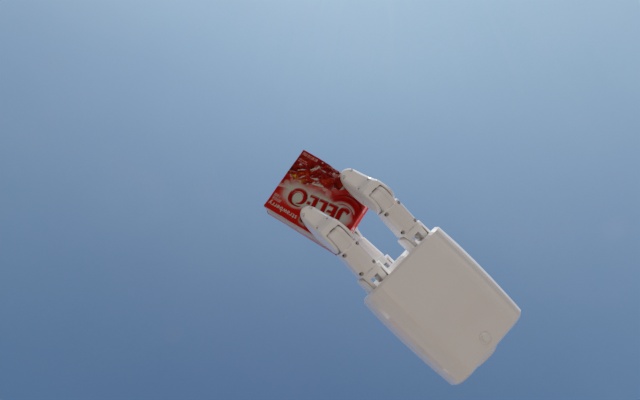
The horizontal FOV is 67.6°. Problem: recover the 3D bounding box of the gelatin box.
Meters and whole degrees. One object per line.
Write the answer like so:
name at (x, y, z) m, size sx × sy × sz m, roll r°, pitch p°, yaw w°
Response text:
gelatin box at (0.000, 0.002, 0.484) m, size 0.089 × 0.073 × 0.030 m, roll 30°, pitch -16°, yaw 13°
